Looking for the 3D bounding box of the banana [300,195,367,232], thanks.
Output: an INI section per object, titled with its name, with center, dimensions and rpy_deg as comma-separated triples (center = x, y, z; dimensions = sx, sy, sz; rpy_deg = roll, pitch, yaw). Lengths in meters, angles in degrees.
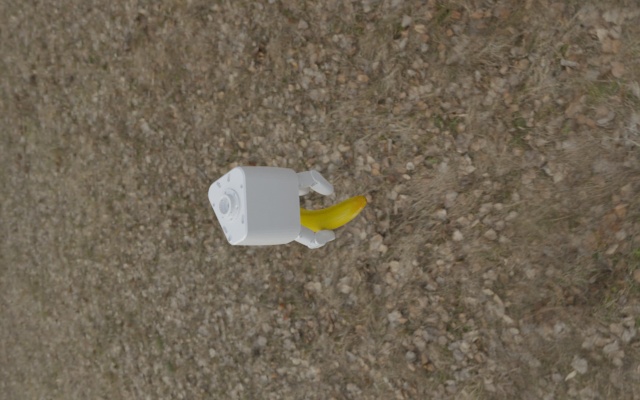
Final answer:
[banana]
center = -0.004, 0.021, 0.827
dimensions = 0.198, 0.069, 0.037
rpy_deg = 4, -3, 43
